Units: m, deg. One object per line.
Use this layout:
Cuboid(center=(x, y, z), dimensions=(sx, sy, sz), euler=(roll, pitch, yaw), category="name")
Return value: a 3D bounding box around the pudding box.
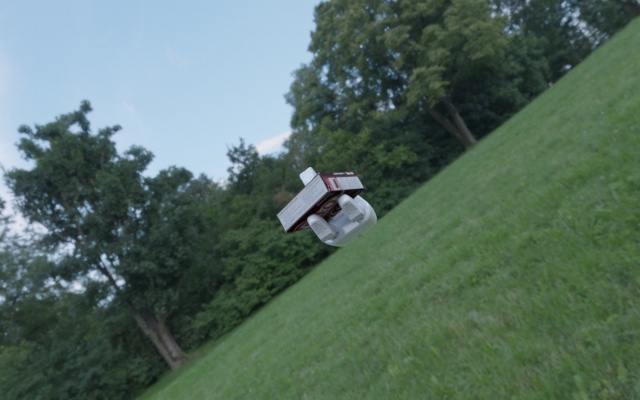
Cuboid(center=(0.000, 0.002, 0.733), dimensions=(0.090, 0.039, 0.113), euler=(-7, -31, -50), category="pudding box")
